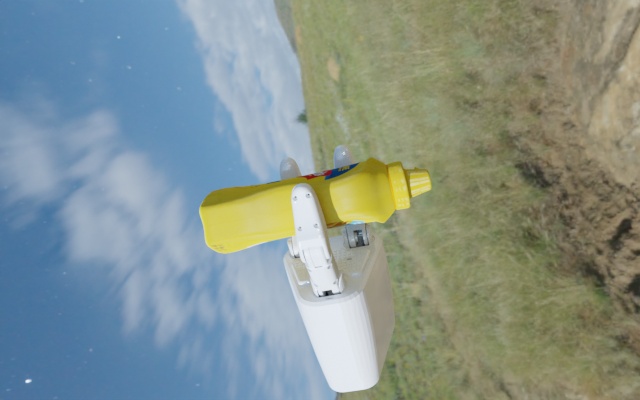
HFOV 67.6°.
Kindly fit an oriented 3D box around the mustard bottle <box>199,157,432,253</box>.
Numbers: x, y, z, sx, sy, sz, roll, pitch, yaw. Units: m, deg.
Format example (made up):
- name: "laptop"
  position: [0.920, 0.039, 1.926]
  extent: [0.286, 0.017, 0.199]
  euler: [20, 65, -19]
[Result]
- name: "mustard bottle"
  position: [0.000, 0.001, 0.419]
  extent: [0.191, 0.058, 0.096]
  euler: [-11, 0, 8]
